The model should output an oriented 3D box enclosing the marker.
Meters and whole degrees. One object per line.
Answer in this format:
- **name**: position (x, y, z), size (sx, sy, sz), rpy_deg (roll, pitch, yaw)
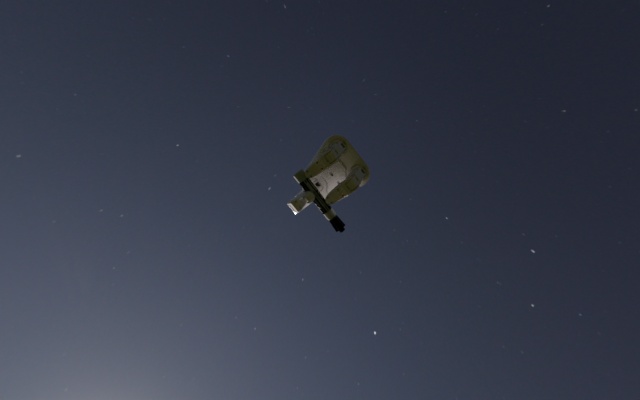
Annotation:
- **marker**: position (0.000, 0.003, 0.772), size (0.020, 0.121, 0.020), rpy_deg (-37, 8, 6)
